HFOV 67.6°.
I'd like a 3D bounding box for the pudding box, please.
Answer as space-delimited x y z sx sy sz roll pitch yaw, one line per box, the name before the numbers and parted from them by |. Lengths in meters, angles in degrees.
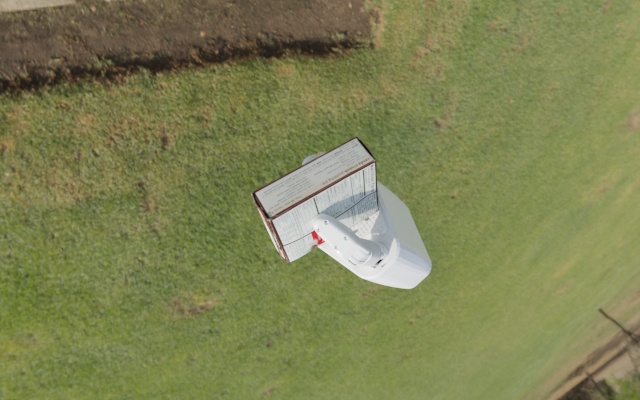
pudding box | 0.000 0.002 0.453 0.113 0.039 0.090 -31 -32 -11
